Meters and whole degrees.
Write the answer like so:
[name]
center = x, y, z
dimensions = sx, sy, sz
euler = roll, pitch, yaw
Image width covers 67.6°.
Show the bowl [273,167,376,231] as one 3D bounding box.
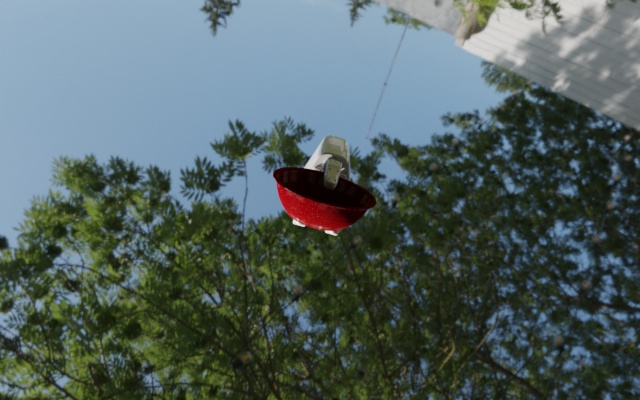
[bowl]
center = 0.000, 0.003, 0.726
dimensions = 0.162, 0.055, 0.162
euler = 15, 17, -5
